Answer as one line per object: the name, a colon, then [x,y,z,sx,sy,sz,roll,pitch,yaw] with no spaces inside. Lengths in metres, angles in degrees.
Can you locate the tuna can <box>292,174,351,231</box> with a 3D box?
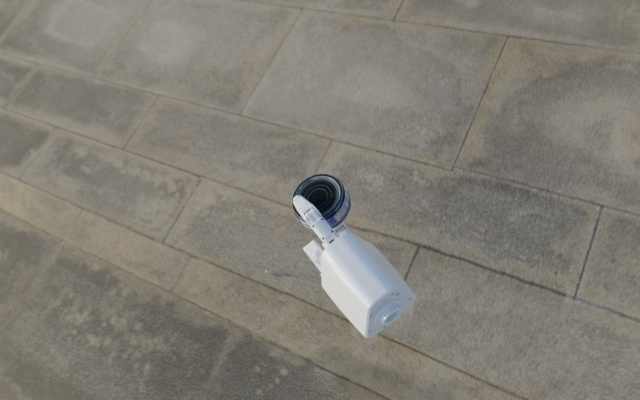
tuna can: [0.000,0.002,0.724,0.086,0.086,0.034,0,-29,23]
